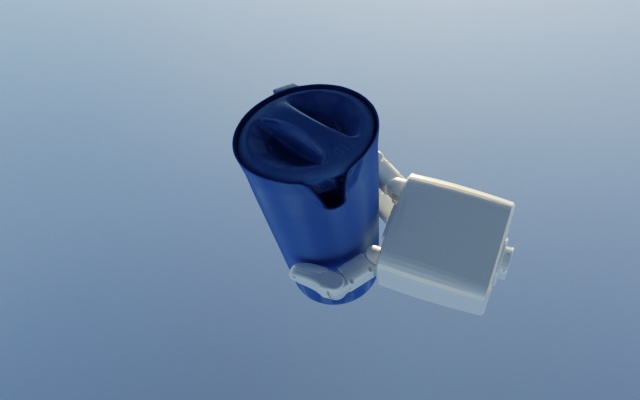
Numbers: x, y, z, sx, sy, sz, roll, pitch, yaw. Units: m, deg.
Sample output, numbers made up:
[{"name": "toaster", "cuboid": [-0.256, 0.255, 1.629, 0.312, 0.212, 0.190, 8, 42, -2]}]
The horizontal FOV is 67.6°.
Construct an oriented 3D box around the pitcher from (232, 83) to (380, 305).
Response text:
[{"name": "pitcher", "cuboid": [0.000, 0.002, 0.518, 0.145, 0.149, 0.243, 16, -35, 23]}]
